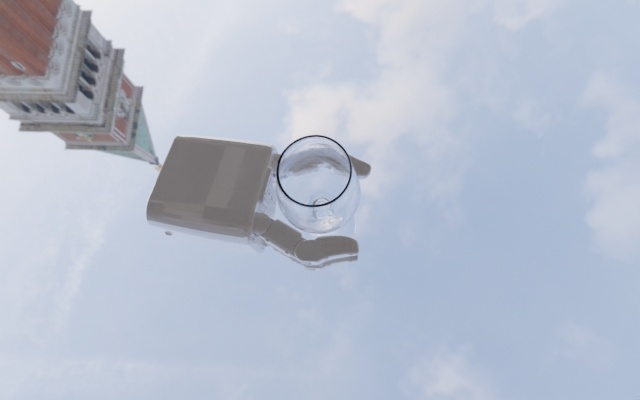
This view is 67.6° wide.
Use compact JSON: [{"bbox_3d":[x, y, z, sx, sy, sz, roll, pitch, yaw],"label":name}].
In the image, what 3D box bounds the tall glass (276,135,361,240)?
[{"bbox_3d":[0.000,0.002,0.480,0.079,0.079,0.201,0,-15,3],"label":"tall glass"}]
